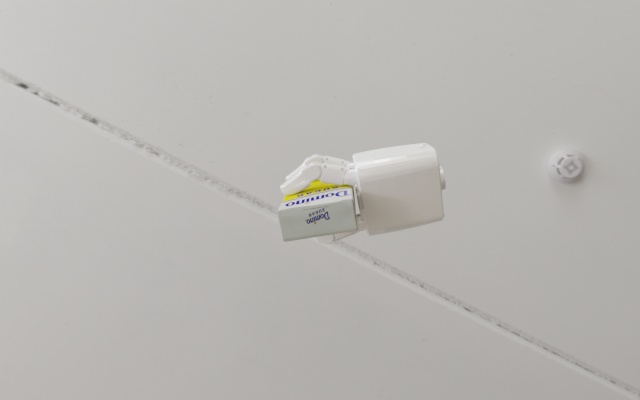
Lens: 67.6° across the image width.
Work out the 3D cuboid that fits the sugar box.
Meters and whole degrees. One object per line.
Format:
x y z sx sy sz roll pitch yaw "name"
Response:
0.000 0.002 0.641 0.093 0.048 0.176 -9 11 4 "sugar box"
